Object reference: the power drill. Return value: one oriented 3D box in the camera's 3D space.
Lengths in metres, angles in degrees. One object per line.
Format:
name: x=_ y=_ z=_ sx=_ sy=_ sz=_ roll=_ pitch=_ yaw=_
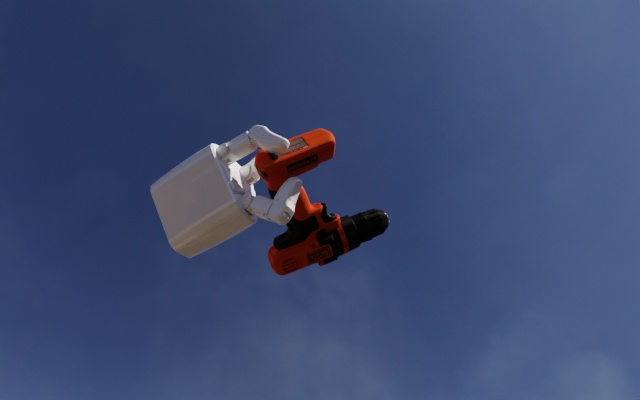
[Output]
power drill: x=0.000 y=0.002 z=0.651 sx=0.184 sy=0.188 sz=0.057 roll=-22 pitch=31 yaw=-12
